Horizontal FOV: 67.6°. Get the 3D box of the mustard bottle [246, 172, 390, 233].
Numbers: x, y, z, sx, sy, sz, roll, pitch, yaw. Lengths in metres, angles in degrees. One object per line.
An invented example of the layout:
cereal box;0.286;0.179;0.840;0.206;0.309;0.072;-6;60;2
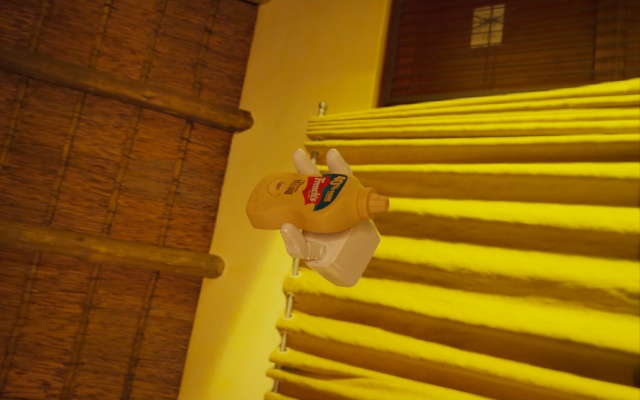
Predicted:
mustard bottle;0.000;0.002;0.641;0.191;0.058;0.096;3;39;29
